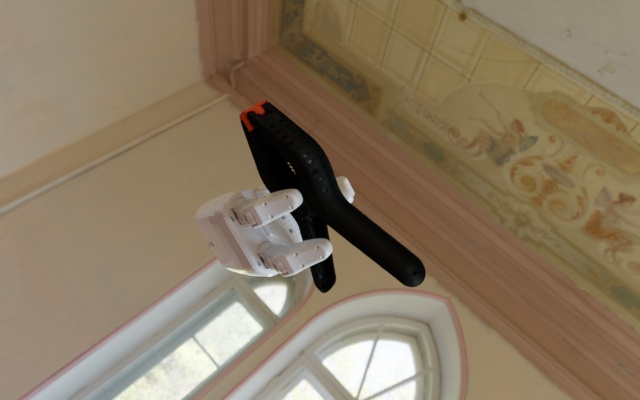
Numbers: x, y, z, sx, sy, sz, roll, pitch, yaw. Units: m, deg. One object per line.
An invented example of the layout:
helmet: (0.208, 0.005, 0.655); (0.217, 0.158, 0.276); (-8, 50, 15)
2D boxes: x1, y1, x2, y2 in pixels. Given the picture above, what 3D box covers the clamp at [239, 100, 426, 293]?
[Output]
clamp: (0.000, 0.001, 0.440); (0.036, 0.210, 0.164); (-37, 15, -32)
